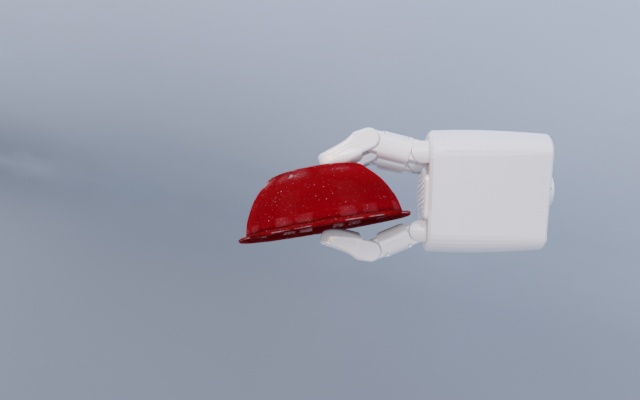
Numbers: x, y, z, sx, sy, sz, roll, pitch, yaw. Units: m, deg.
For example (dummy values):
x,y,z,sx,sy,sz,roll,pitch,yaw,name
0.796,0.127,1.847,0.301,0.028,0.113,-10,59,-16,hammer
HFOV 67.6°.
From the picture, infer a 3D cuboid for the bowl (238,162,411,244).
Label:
x,y,z,sx,sy,sz,roll,pitch,yaw,name
-0.001,0.001,0.449,0.162,0.055,0.162,-10,-6,-1,bowl
